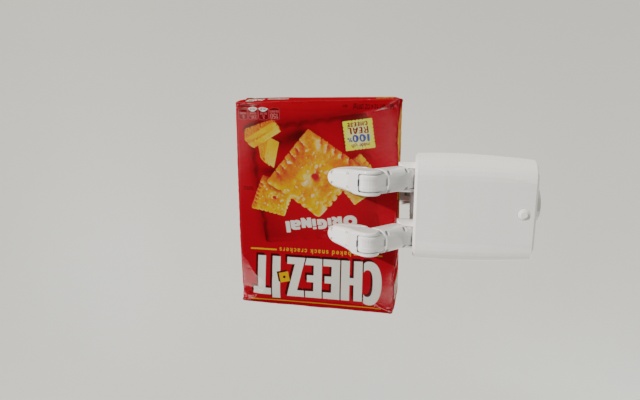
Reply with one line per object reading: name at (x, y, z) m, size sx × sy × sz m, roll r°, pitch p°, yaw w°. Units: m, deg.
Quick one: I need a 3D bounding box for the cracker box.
cracker box at (0.000, 0.001, 0.498) m, size 0.164 × 0.214 × 0.072 m, roll 2°, pitch 12°, yaw 13°
